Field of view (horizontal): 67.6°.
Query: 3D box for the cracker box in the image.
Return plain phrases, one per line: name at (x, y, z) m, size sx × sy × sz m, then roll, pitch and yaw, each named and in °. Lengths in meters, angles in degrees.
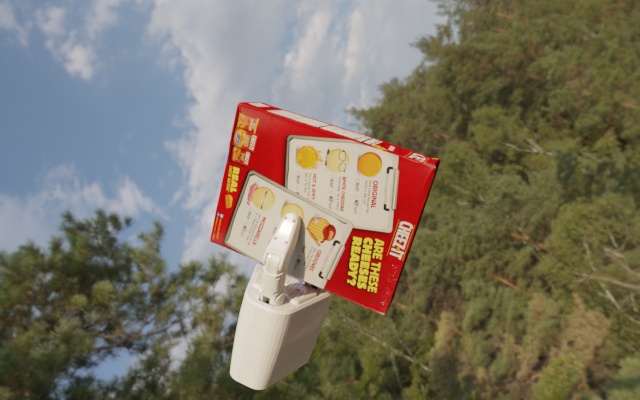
cracker box at (0.000, 0.002, 0.517) m, size 0.213 × 0.164 × 0.072 m, roll 20°, pitch 18°, yaw 14°
